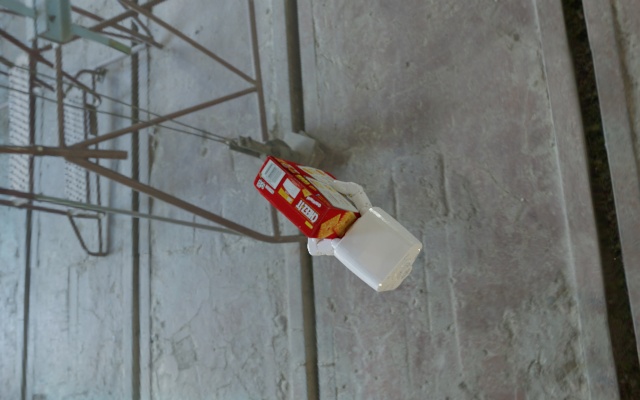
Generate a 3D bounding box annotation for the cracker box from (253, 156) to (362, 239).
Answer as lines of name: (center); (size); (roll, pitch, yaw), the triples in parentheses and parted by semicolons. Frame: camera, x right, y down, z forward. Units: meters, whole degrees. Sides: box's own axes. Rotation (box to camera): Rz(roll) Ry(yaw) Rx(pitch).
cracker box: (0.000, 0.003, 0.897); (0.164, 0.072, 0.214); (41, 15, 29)
